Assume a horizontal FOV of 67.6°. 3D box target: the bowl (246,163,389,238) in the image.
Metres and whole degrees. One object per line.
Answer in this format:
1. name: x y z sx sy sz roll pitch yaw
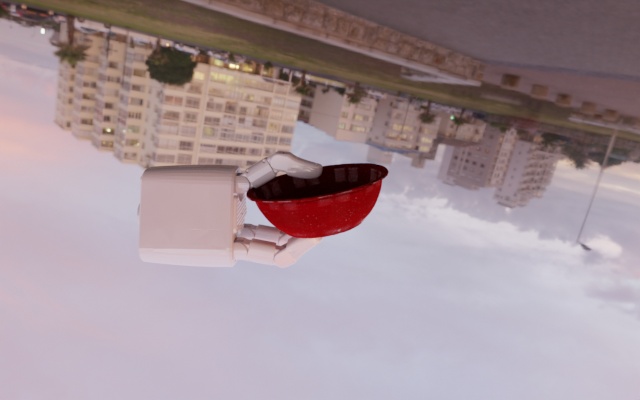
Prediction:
1. bowl: 0.001 0.002 0.543 0.162 0.055 0.162 -10 14 2
